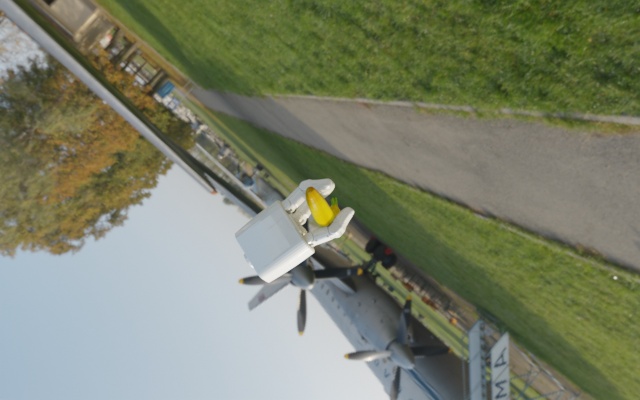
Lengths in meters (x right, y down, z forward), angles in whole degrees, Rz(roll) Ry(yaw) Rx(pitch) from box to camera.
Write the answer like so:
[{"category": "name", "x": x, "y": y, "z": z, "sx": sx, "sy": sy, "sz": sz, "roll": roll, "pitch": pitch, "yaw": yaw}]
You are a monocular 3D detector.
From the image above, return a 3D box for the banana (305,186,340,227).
[{"category": "banana", "x": 0.008, "y": 0.020, "z": 0.881, "sx": 0.037, "sy": 0.069, "sz": 0.198, "roll": -23, "pitch": -10, "yaw": 9}]
